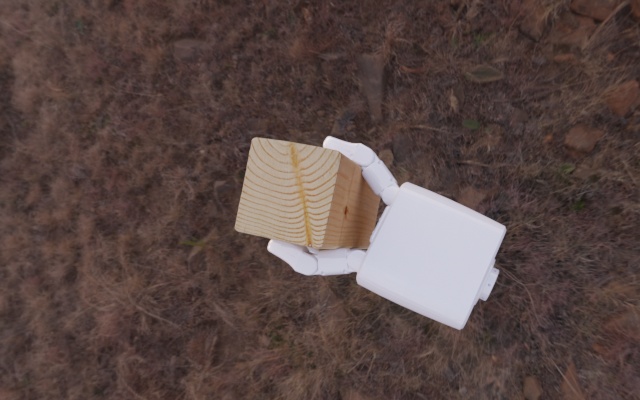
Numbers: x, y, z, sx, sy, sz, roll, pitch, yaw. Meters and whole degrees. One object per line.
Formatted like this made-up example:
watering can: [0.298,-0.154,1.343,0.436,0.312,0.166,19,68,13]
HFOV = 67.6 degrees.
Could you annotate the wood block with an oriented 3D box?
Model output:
wood block: [0.000,0.001,0.525,0.090,0.091,0.206,11,-2,18]
